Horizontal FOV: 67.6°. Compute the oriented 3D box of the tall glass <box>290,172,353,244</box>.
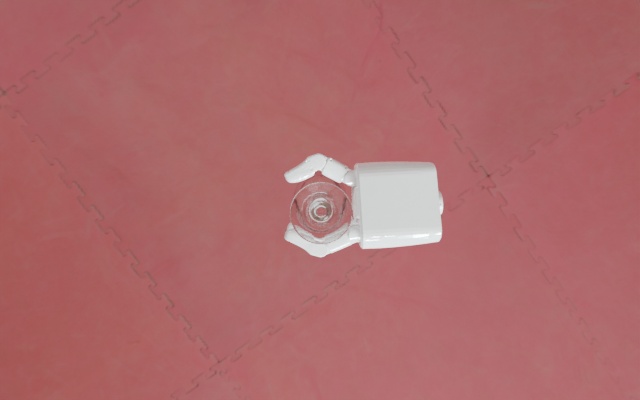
[{"bbox_3d":[0.000,0.002,0.659,0.079,0.079,0.201,0,8,-1],"label":"tall glass"}]
